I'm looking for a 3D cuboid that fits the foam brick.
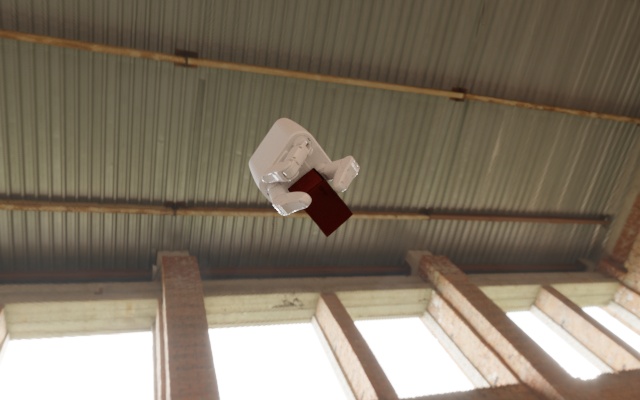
[{"bbox_3d":[0.000,0.003,0.697,0.053,0.078,0.051,-39,29,-1],"label":"foam brick"}]
